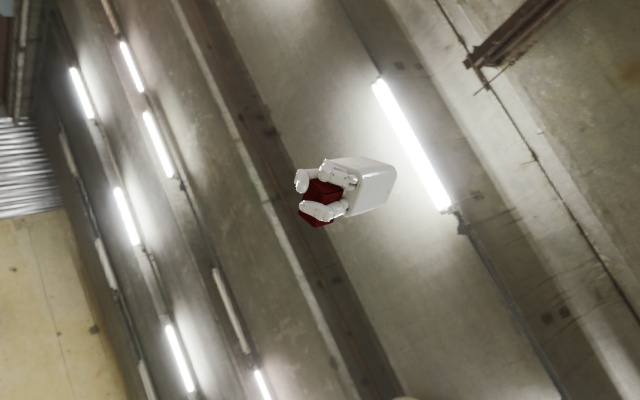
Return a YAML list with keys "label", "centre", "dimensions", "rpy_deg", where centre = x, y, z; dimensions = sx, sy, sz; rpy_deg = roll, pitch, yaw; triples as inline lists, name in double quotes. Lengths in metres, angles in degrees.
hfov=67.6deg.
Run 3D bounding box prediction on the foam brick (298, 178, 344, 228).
- label: "foam brick"
  centre: [0.000, 0.003, 0.895]
  dimensions: [0.051, 0.078, 0.053]
  rpy_deg: [-13, 43, -41]
